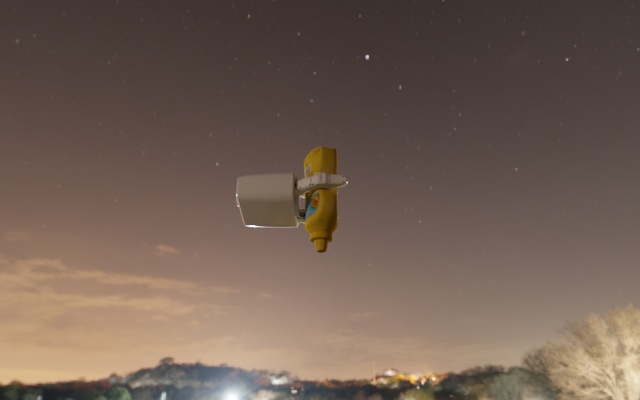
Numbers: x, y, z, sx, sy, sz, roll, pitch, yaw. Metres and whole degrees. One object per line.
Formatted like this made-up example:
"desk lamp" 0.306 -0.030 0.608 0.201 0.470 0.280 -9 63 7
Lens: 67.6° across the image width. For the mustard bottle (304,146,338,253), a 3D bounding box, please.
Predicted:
"mustard bottle" 0.000 0.003 0.889 0.058 0.191 0.096 9 -25 -20
